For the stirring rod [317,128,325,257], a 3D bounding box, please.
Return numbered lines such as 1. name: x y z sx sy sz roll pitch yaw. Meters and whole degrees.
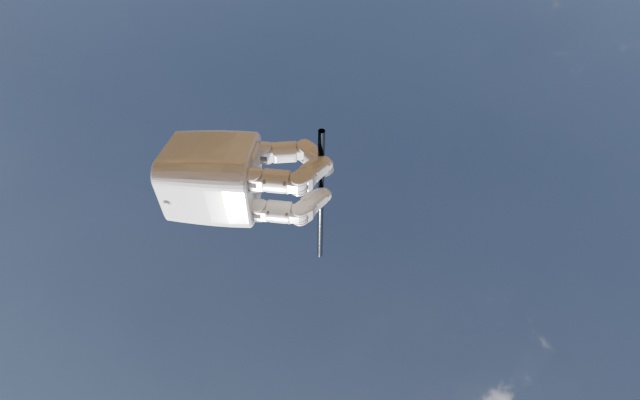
1. stirring rod: 0.000 0.002 0.610 0.011 0.011 0.240 0 -40 -1
